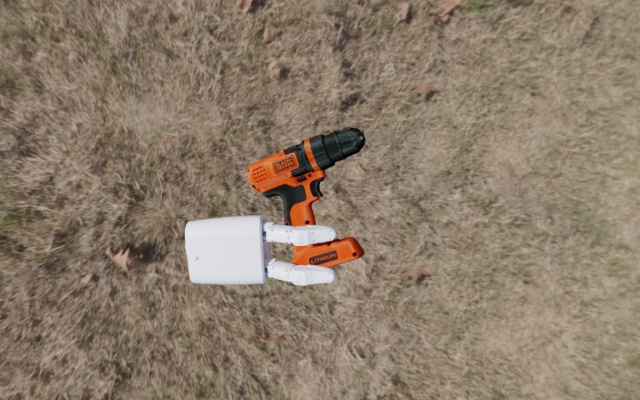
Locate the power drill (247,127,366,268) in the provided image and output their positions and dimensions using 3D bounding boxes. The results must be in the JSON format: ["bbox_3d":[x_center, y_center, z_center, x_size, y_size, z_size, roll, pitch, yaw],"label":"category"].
[{"bbox_3d":[0.000,0.003,0.696,0.184,0.187,0.057,-20,-6,16],"label":"power drill"}]
